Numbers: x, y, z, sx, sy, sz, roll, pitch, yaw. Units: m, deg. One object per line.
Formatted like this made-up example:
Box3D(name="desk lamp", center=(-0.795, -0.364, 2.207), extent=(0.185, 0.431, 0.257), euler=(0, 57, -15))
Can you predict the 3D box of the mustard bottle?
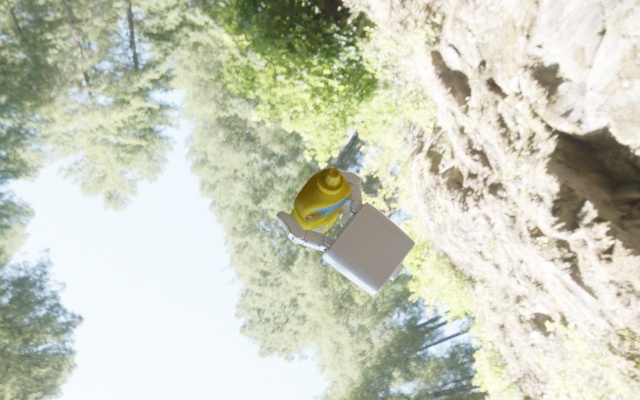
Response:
Box3D(name="mustard bottle", center=(0.000, 0.002, 0.786), extent=(0.096, 0.058, 0.192), euler=(-22, -19, -23))
